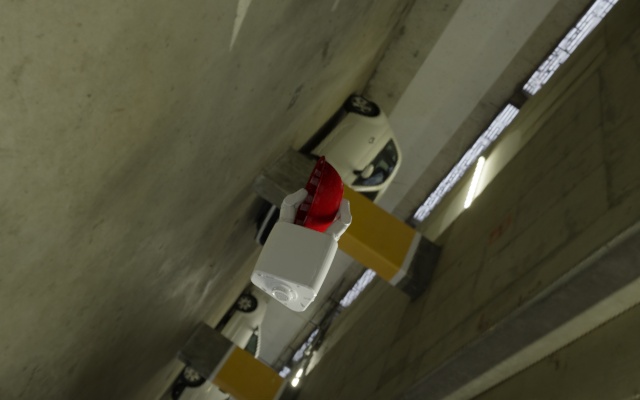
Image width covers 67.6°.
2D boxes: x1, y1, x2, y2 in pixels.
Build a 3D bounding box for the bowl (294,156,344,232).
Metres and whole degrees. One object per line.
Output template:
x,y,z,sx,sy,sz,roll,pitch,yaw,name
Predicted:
0.001,0.002,0.868,0.055,0.162,0.162,20,-3,-9,bowl
